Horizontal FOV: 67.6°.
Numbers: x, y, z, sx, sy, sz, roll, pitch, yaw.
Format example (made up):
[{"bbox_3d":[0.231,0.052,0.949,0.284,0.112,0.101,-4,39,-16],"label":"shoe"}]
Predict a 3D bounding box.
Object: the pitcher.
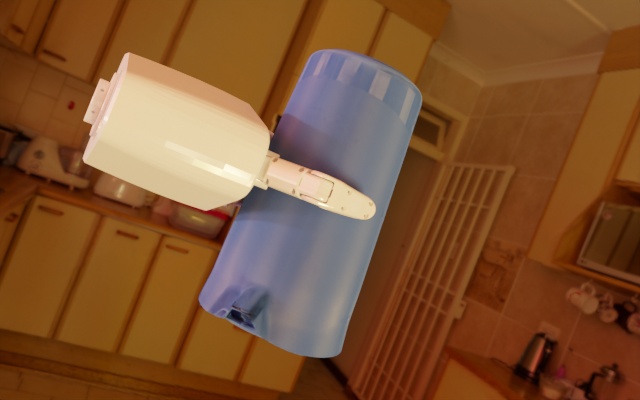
[{"bbox_3d":[0.000,0.001,0.432,0.145,0.243,0.149,22,0,-28],"label":"pitcher"}]
